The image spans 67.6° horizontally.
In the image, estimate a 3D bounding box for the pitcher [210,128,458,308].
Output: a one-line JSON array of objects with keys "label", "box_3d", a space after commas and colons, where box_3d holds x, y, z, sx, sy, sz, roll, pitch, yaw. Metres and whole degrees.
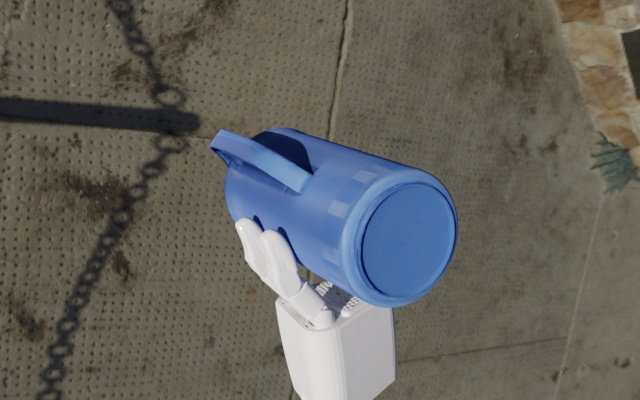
[{"label": "pitcher", "box_3d": [0.000, 0.002, 0.445, 0.149, 0.145, 0.242, -14, 18, -25]}]
